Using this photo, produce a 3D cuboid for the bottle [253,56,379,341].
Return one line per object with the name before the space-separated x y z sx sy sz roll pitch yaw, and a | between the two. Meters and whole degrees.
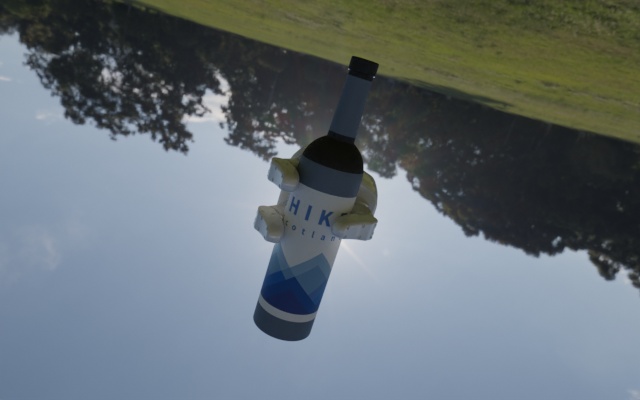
bottle | 0.000 0.002 0.492 0.069 0.296 0.069 16 15 -5
